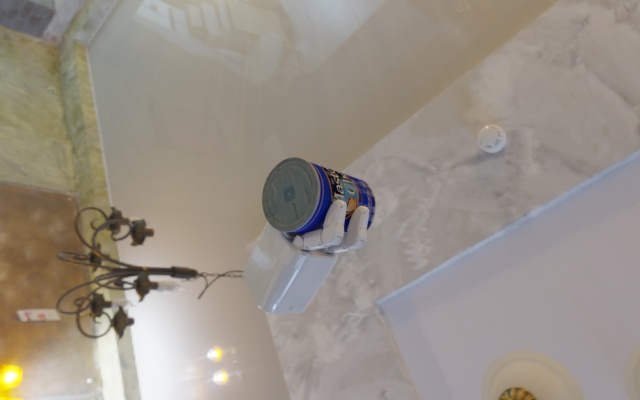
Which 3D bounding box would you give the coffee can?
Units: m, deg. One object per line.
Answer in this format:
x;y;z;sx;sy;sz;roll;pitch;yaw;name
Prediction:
0.000;0.002;0.697;0.103;0.103;0.140;0;-9;40;coffee can
